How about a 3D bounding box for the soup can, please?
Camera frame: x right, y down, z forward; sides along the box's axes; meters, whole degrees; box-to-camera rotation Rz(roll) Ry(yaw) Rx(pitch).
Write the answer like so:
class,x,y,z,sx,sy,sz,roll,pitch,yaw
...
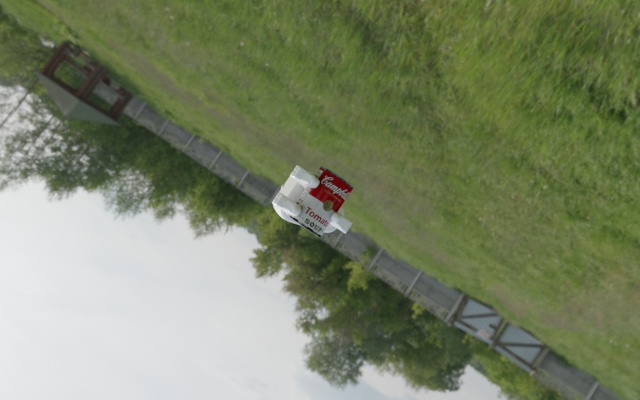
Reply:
class,x,y,z,sx,sy,sz,roll,pitch,yaw
soup can,0.000,0.003,0.806,0.068,0.102,0.068,34,-4,2
